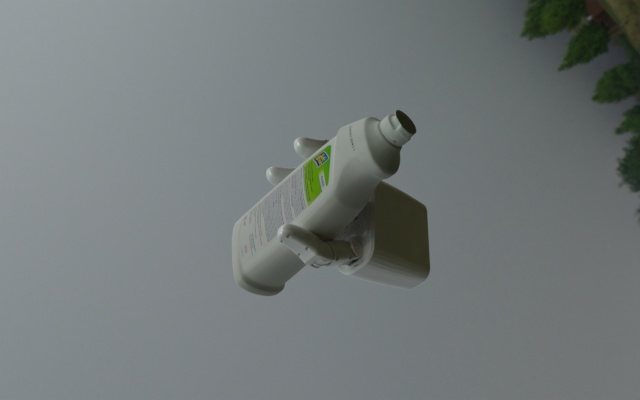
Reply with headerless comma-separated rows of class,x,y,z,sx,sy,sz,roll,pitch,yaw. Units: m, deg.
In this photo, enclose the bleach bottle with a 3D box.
bleach bottle,0.000,0.002,0.503,0.068,0.102,0.251,21,-47,-36
